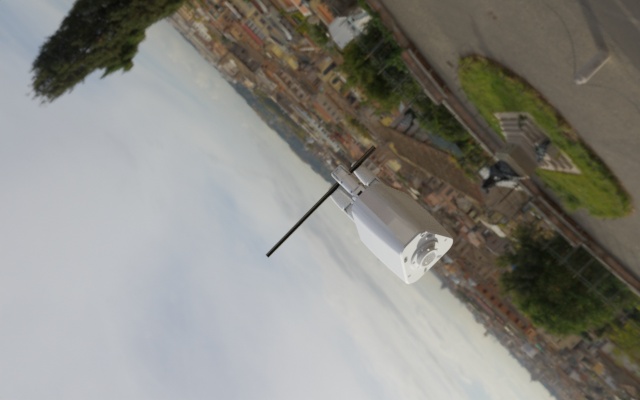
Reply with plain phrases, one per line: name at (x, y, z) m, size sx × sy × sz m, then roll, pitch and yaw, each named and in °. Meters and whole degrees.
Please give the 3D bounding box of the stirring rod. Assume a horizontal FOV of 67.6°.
stirring rod at (0.000, 0.002, 0.750) m, size 0.011 × 0.239 × 0.011 m, roll 44°, pitch 3°, yaw -3°
